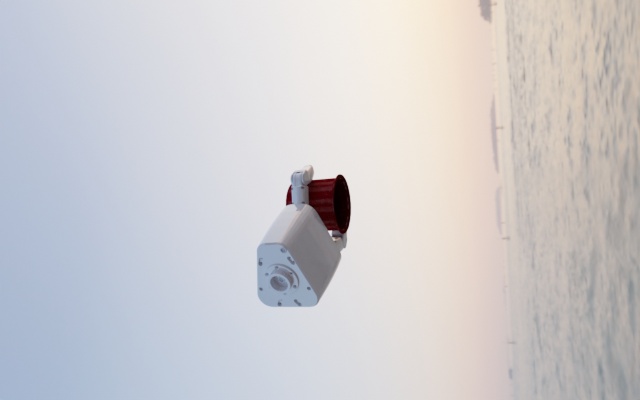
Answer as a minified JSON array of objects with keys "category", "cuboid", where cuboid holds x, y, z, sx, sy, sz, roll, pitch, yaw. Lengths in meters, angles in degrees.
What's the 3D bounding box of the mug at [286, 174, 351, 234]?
[{"category":"mug","cuboid":[0.000,0.002,0.762,0.081,0.093,0.117,-3,24,20]}]
